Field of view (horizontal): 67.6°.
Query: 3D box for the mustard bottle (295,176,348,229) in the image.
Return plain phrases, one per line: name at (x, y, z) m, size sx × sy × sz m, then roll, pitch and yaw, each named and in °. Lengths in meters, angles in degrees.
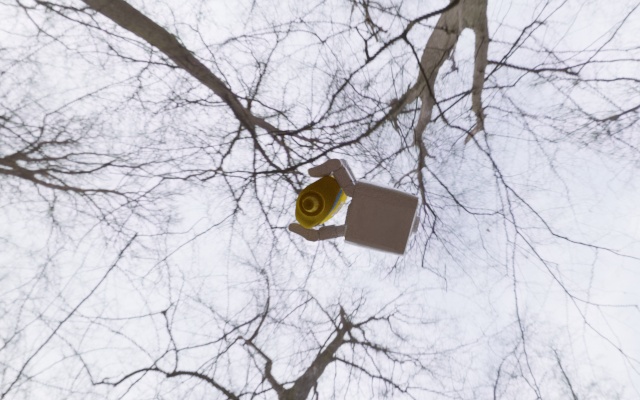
mustard bottle at (0.000, 0.002, 0.813) m, size 0.058 × 0.096 × 0.191 m, roll 39°, pitch 9°, yaw 7°
